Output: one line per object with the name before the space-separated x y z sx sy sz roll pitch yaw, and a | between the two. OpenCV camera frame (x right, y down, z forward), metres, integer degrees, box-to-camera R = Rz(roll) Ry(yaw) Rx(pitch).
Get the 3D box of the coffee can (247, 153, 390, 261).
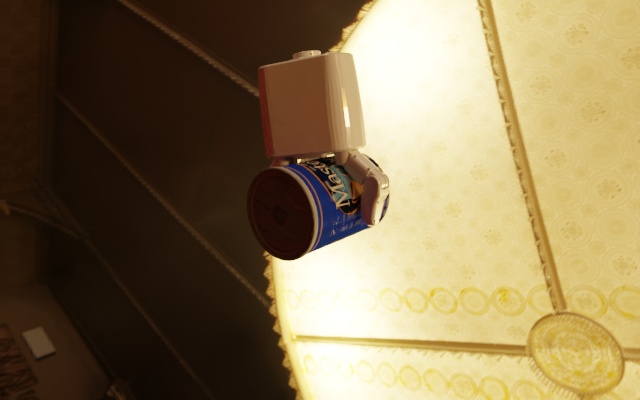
coffee can | 0.000 0.002 0.559 0.103 0.103 0.140 0 11 41
